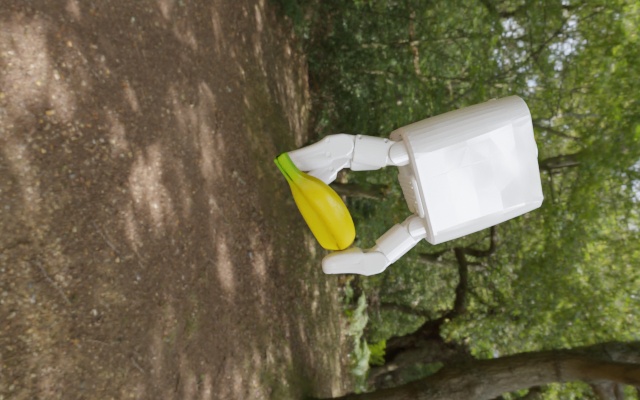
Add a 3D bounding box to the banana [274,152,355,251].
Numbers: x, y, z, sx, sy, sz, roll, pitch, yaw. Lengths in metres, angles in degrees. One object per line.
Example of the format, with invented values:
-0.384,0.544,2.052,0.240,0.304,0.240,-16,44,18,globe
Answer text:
0.007,0.016,0.450,0.037,0.069,0.198,-26,-21,0,banana
